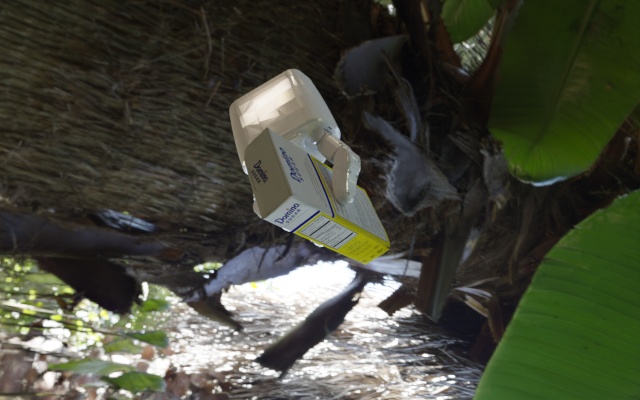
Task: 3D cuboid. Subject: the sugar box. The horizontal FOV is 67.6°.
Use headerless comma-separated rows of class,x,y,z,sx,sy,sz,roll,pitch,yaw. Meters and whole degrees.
sugar box,0.000,0.002,0.507,0.048,0.093,0.176,-40,-41,22
